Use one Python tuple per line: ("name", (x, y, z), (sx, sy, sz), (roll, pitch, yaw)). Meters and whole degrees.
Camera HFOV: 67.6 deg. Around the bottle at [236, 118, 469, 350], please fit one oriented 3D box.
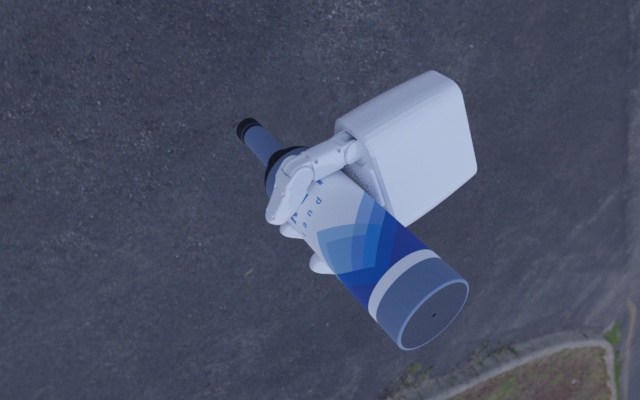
("bottle", (0.000, 0.002, 0.429), (0.069, 0.069, 0.295), (0, 33, -41))
